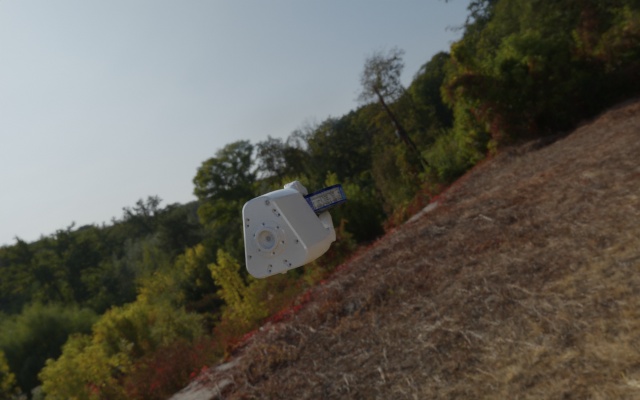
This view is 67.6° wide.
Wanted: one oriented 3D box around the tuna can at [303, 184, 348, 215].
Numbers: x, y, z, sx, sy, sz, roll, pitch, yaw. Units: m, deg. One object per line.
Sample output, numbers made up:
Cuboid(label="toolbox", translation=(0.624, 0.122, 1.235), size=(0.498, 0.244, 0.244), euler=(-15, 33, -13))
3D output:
Cuboid(label="tuna can", translation=(0.000, 0.002, 0.798), size=(0.086, 0.034, 0.086), euler=(-21, -4, -2))
